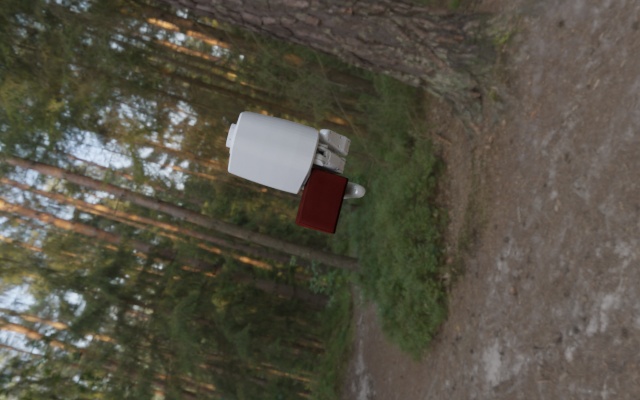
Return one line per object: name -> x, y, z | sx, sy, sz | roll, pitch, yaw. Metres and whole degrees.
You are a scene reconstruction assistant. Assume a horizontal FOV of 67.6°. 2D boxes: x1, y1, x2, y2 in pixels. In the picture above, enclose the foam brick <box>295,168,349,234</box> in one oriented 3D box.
foam brick -> 0.000, 0.002, 0.654 | 0.051, 0.078, 0.053 | 15, -7, -9
